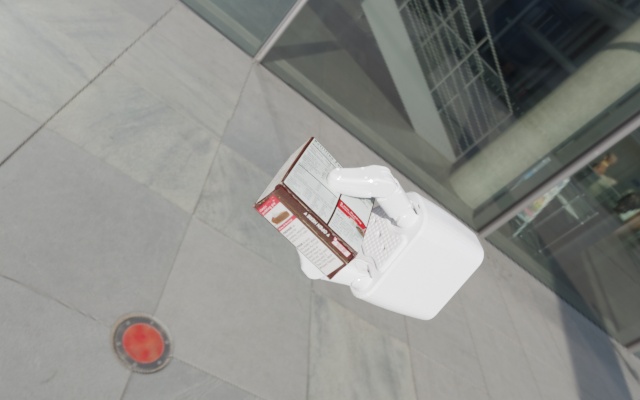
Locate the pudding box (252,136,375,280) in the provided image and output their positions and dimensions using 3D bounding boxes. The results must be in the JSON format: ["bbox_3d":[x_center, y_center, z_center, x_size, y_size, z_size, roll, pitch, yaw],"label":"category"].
[{"bbox_3d":[0.000,0.001,0.424,0.039,0.090,0.113,-42,10,26],"label":"pudding box"}]
